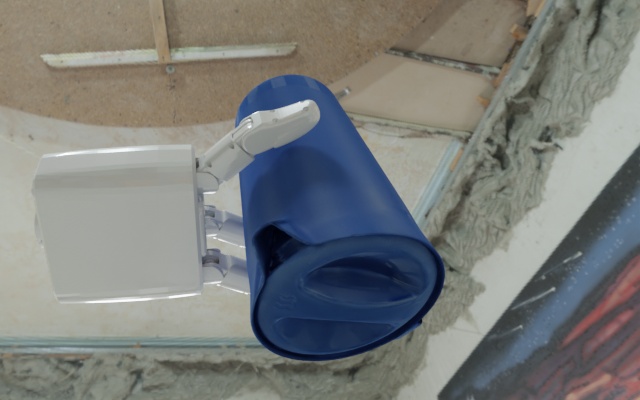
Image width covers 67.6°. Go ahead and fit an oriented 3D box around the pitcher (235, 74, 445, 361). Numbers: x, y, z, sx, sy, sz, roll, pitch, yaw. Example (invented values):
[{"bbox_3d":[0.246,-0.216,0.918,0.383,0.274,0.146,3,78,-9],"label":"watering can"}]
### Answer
[{"bbox_3d":[0.000,0.001,0.405,0.145,0.149,0.242,-5,42,-13],"label":"pitcher"}]
